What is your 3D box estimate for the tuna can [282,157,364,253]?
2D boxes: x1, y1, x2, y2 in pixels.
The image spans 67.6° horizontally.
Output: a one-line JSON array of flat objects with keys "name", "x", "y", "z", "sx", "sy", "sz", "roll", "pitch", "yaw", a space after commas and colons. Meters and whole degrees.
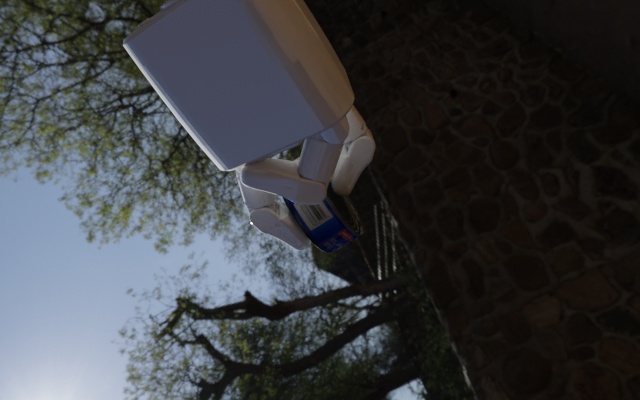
[{"name": "tuna can", "x": 0.000, "y": 0.002, "z": 0.410, "sx": 0.034, "sy": 0.086, "sz": 0.086, "roll": -33, "pitch": -8, "yaw": 12}]
